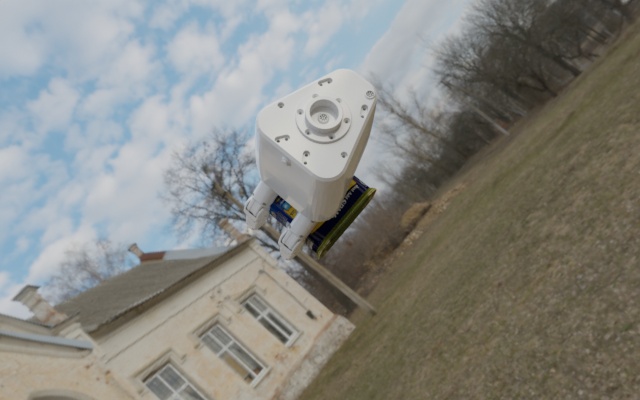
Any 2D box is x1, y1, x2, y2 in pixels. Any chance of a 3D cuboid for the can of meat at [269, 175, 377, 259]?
[{"bbox_3d":[0.000,0.002,0.555,0.084,0.102,0.057,39,-14,9],"label":"can of meat"}]
